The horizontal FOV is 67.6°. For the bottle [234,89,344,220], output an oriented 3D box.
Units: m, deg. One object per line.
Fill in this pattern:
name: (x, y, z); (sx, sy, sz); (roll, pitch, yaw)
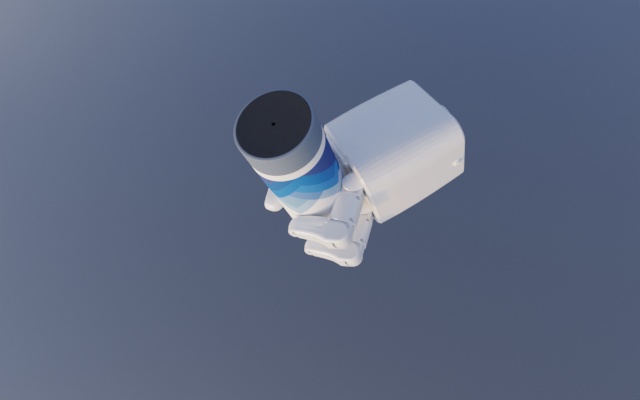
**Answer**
bottle: (0.000, 0.002, 0.496); (0.069, 0.069, 0.296); (0, -24, 16)
